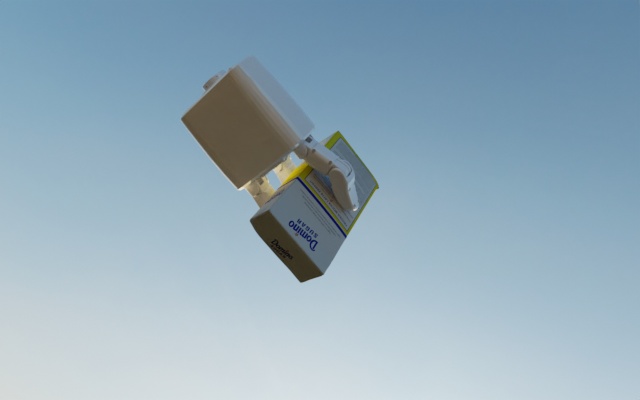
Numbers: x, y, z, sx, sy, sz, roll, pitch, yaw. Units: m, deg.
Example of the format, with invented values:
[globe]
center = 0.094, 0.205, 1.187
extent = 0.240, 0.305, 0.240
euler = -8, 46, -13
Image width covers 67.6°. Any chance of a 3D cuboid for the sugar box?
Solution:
[sugar box]
center = 0.000, 0.002, 0.556
extent = 0.048, 0.093, 0.176
euler = -26, 17, 44
